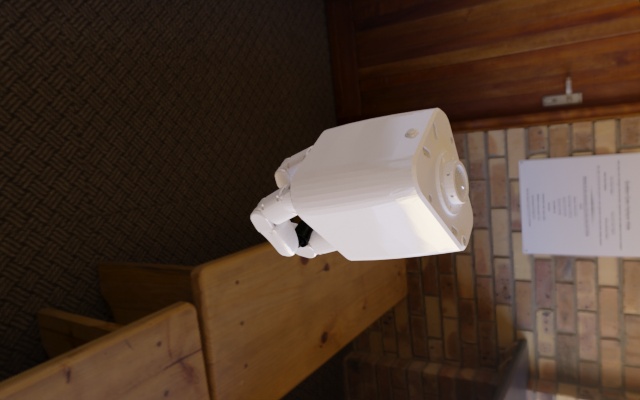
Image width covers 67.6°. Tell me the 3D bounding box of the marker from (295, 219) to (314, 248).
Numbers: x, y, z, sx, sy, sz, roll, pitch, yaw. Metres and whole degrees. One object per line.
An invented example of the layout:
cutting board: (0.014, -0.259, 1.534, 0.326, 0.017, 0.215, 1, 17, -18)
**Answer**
marker: (0.000, 0.002, 0.485, 0.020, 0.020, 0.121, 0, 41, 30)
